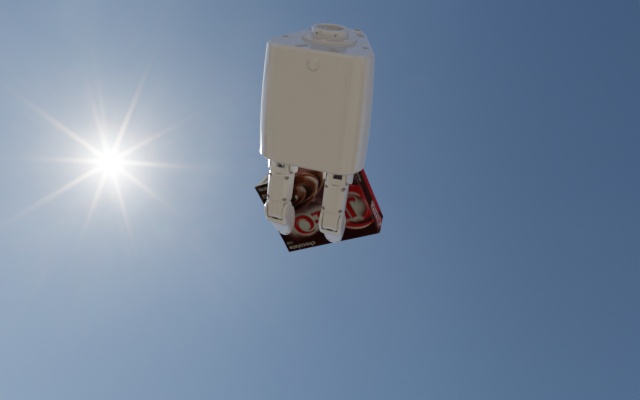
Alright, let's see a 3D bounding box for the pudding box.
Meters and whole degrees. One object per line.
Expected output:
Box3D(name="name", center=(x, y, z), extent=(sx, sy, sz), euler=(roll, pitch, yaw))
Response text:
Box3D(name="pudding box", center=(0.000, 0.002, 0.513), extent=(0.113, 0.090, 0.039), euler=(-13, 26, 25))
